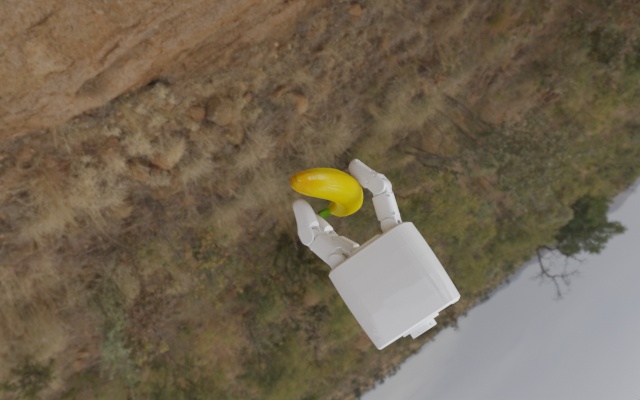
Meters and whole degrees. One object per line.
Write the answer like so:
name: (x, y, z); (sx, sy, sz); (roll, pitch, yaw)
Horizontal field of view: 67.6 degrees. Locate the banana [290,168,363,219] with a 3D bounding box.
banana: (0.017, -0.006, 0.585); (0.069, 0.037, 0.198); (-28, -17, 2)
